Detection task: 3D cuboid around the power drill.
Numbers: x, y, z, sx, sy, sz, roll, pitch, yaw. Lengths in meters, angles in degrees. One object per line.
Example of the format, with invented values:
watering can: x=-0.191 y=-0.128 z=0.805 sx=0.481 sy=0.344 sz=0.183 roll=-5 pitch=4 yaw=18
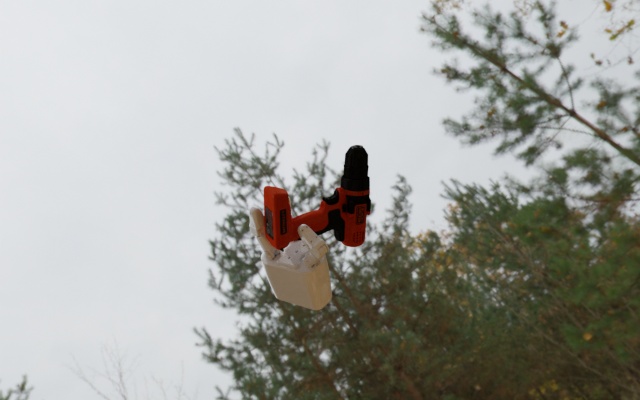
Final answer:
power drill: x=0.000 y=0.003 z=0.806 sx=0.187 sy=0.184 sz=0.057 roll=-8 pitch=19 yaw=-24
